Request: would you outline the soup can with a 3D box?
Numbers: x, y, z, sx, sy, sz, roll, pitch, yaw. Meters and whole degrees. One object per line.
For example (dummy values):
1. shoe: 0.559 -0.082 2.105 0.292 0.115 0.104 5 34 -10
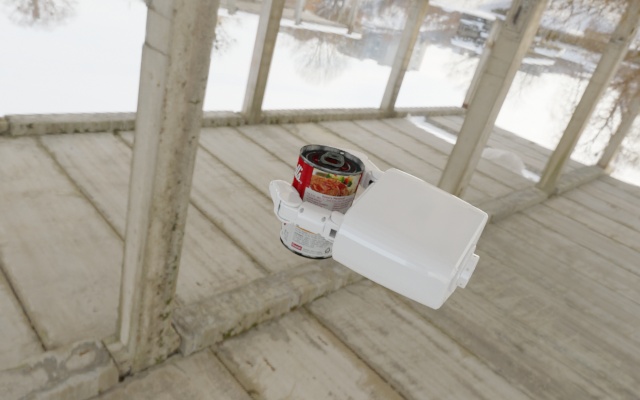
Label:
1. soup can: 0.000 0.002 0.498 0.068 0.102 0.068 13 25 -6
